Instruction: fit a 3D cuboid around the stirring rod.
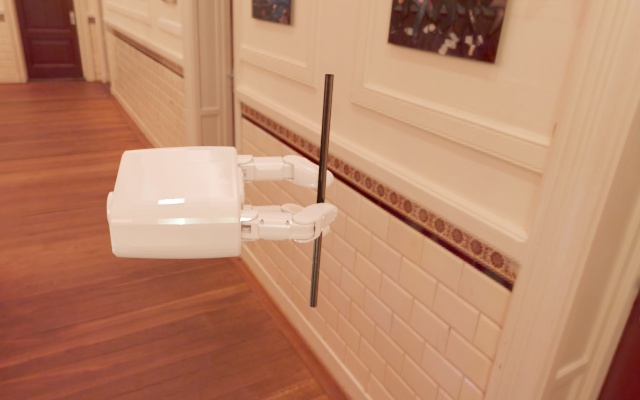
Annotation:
[{"bbox_3d":[0.000,0.002,0.460,0.011,0.240,0.011,3,23,-1],"label":"stirring rod"}]
